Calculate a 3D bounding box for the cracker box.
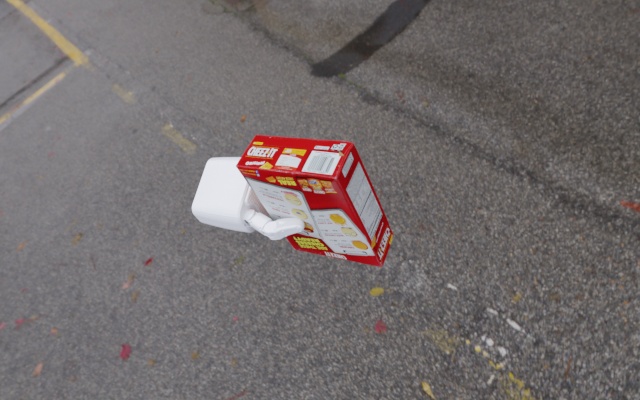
[{"bbox_3d":[0.000,0.002,0.700,0.164,0.072,0.214,8,-33,31],"label":"cracker box"}]
